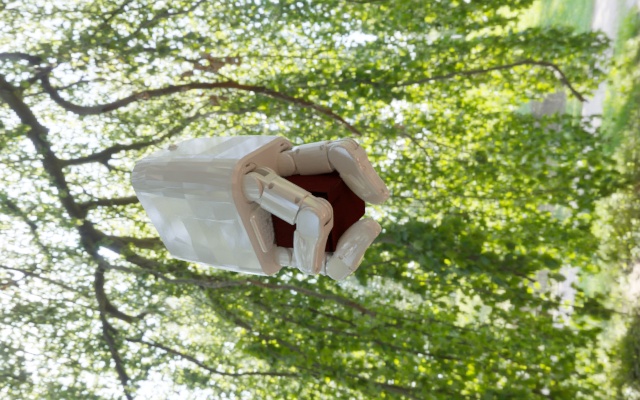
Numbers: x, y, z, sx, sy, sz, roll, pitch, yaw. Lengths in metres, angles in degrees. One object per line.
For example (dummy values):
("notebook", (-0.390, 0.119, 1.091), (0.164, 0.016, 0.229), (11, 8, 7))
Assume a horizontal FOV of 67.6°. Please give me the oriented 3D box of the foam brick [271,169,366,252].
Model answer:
("foam brick", (0.000, 0.001, 0.401), (0.051, 0.053, 0.078), (3, 23, 25))
